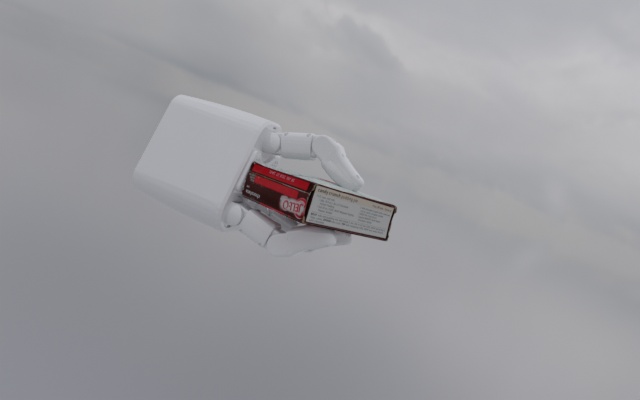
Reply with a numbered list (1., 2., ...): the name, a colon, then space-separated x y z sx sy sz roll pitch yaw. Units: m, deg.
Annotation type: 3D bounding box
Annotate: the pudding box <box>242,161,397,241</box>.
1. pudding box: 0.000 0.001 0.433 0.113 0.039 0.090 12 7 -44
